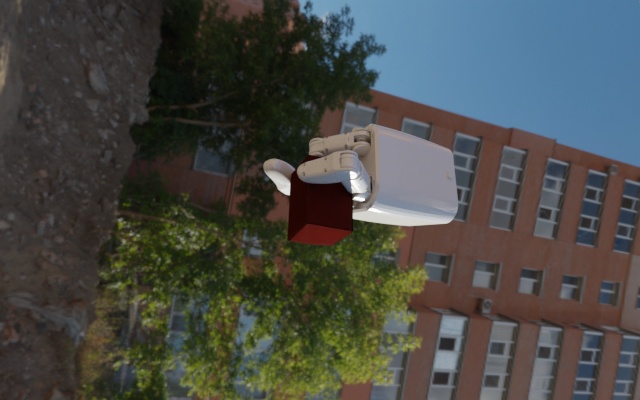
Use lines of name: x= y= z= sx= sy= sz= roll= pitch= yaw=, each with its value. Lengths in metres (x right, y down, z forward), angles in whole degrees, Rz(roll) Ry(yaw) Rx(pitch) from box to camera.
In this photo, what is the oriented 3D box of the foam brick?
foam brick: x=0.000 y=0.002 z=0.493 sx=0.051 sy=0.078 sz=0.053 roll=12 pitch=-26 yaw=-22
